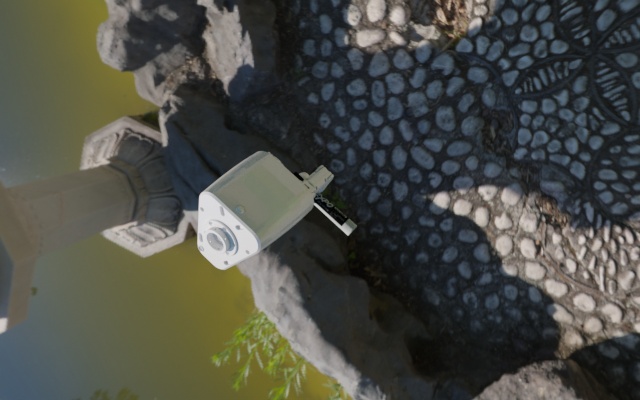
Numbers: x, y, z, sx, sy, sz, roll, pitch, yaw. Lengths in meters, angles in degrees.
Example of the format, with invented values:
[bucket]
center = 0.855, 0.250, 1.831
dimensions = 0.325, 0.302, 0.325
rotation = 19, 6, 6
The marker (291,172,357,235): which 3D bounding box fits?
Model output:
[marker]
center = 0.000, 0.002, 0.668
dimensions = 0.121, 0.020, 0.020
rotation = 42, 5, 6
